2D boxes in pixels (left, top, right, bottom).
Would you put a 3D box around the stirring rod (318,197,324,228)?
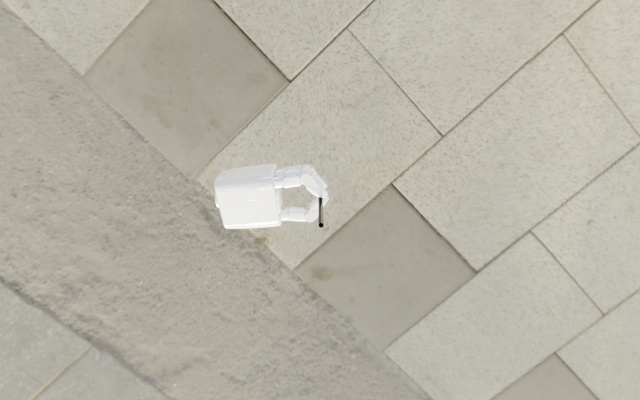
[{"bbox_3d":[0.000,0.003,0.837,0.011,0.011,0.239,0,17,0],"label":"stirring rod"}]
